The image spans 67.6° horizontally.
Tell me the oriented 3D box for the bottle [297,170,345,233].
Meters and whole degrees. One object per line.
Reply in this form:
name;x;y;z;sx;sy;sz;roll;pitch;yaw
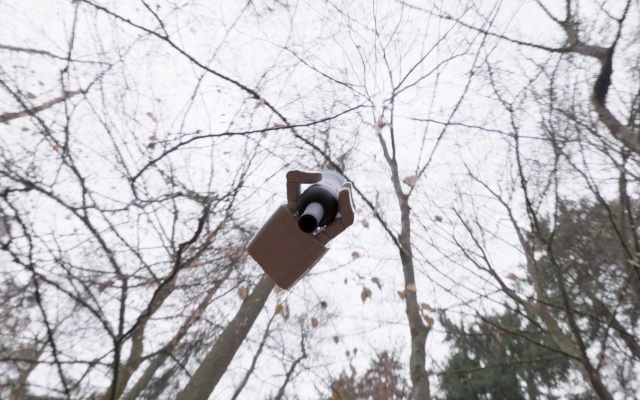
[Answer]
bottle;0.000;0.002;0.798;0.069;0.069;0.295;0;12;7
